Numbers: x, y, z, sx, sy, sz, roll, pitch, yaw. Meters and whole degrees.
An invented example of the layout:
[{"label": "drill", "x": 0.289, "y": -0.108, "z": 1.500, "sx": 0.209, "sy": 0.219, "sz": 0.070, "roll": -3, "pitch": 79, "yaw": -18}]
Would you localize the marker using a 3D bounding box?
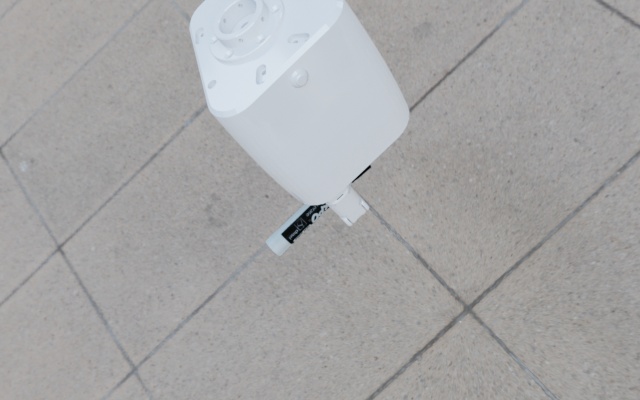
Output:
[{"label": "marker", "x": 0.000, "y": 0.001, "z": 0.429, "sx": 0.121, "sy": 0.020, "sz": 0.020, "roll": -44, "pitch": -2, "yaw": 2}]
